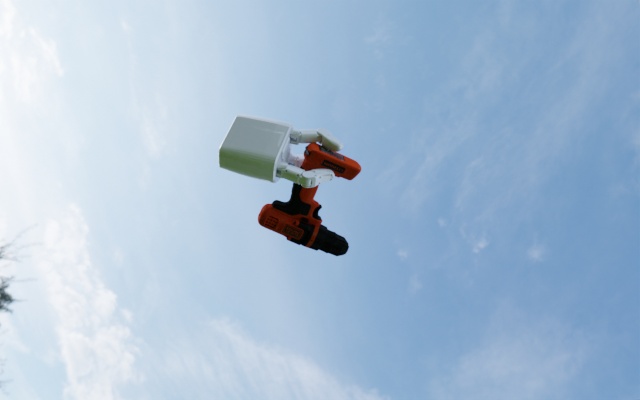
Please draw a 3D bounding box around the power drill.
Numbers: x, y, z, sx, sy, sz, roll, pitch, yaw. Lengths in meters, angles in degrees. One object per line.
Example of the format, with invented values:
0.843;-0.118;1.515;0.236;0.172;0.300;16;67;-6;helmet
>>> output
0.000;0.002;0.879;0.184;0.188;0.057;23;18;-14;power drill
